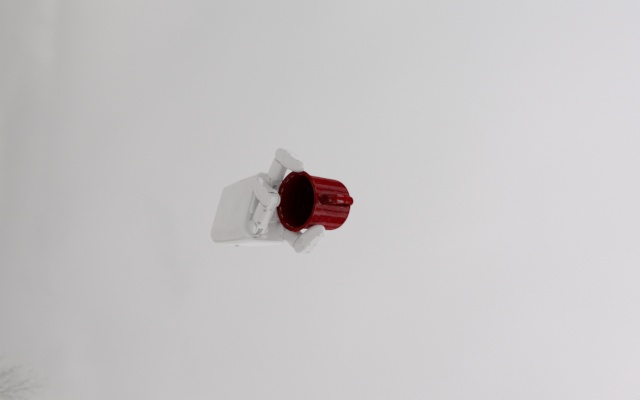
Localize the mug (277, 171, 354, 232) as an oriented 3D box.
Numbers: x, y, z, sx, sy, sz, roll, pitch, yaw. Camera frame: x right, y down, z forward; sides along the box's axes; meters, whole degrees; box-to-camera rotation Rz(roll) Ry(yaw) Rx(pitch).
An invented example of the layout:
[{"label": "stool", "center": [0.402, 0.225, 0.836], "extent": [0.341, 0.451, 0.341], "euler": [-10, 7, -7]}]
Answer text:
[{"label": "mug", "center": [0.001, 0.002, 0.725], "extent": [0.081, 0.093, 0.117], "euler": [7, -12, -42]}]
